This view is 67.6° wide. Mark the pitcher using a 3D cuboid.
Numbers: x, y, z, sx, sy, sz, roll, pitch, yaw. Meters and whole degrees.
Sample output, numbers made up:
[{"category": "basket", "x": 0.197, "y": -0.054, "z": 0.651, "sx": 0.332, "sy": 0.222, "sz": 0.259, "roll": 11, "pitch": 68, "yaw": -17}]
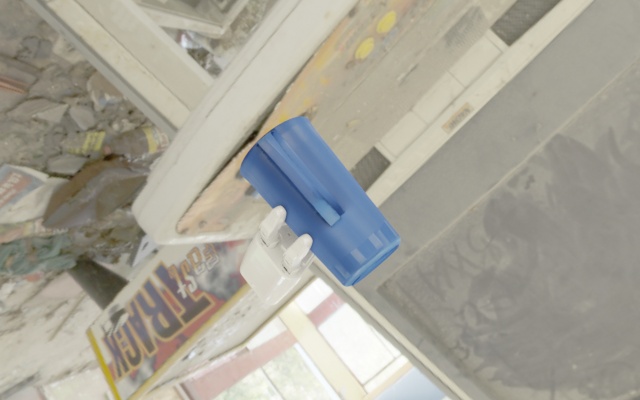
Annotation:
[{"category": "pitcher", "x": 0.000, "y": 0.002, "z": 0.697, "sx": 0.149, "sy": 0.242, "sz": 0.145, "roll": -28, "pitch": -18, "yaw": -43}]
